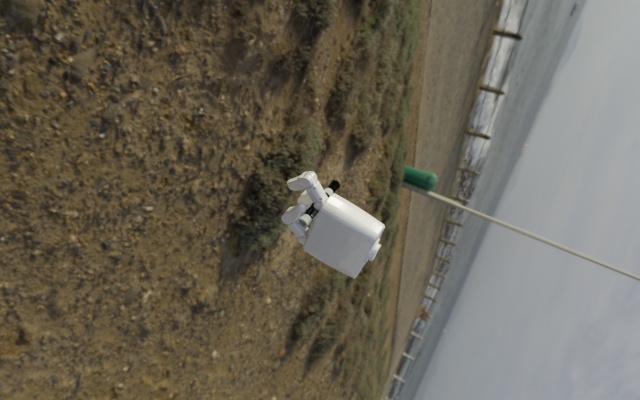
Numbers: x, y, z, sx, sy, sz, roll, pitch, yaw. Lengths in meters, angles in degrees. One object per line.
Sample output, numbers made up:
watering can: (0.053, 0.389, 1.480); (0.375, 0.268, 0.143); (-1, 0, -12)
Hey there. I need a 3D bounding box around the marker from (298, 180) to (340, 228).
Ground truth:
marker: (0.000, 0.003, 0.834); (0.020, 0.020, 0.121); (0, 36, 39)
